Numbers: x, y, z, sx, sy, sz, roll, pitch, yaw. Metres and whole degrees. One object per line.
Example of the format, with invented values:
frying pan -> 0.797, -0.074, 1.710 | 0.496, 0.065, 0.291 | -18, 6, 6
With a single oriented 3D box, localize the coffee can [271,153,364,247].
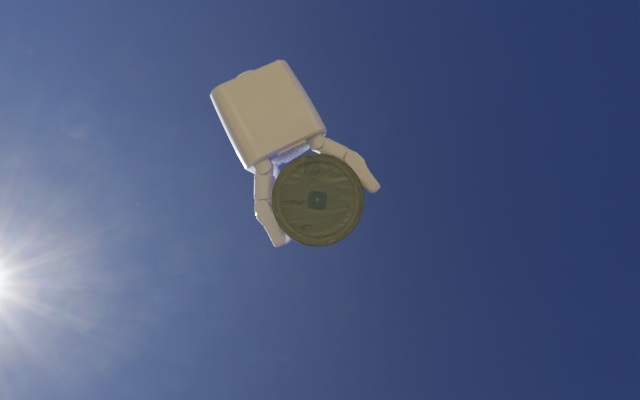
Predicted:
coffee can -> 0.000, 0.002, 0.590 | 0.103, 0.103, 0.140 | 0, -2, 3
